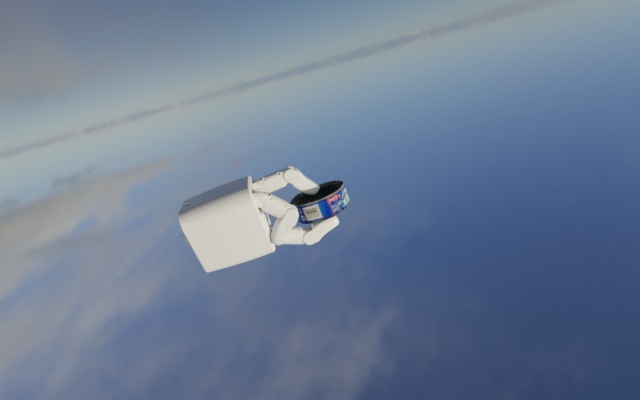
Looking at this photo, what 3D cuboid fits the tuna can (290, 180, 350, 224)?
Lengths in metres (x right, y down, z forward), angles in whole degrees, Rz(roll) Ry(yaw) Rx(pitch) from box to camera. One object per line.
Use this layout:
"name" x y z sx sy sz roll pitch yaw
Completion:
"tuna can" 0.000 0.003 0.722 0.086 0.034 0.086 -20 16 6
